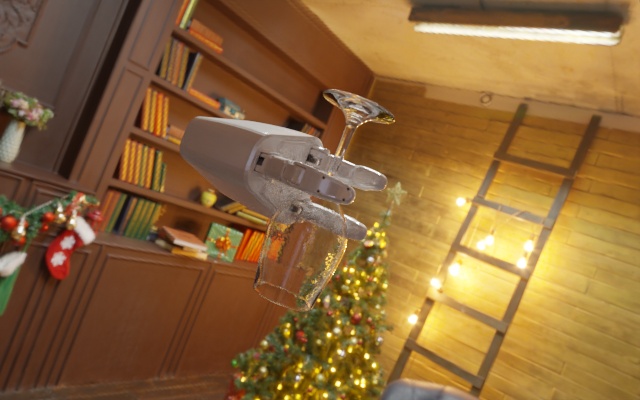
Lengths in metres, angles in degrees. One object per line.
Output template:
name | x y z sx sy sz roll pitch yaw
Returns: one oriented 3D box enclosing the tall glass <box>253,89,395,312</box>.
tall glass | 0.000 0.001 0.460 0.079 0.201 0.079 22 -1 0
